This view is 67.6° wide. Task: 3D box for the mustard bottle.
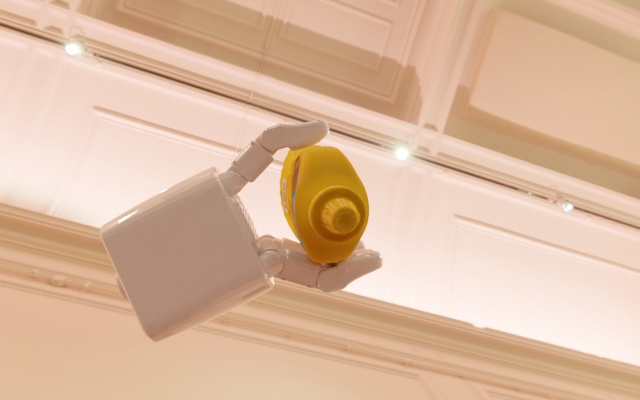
[{"bbox_3d":[0.000,0.001,0.409,0.058,0.096,0.191,-2,7,-9],"label":"mustard bottle"}]
